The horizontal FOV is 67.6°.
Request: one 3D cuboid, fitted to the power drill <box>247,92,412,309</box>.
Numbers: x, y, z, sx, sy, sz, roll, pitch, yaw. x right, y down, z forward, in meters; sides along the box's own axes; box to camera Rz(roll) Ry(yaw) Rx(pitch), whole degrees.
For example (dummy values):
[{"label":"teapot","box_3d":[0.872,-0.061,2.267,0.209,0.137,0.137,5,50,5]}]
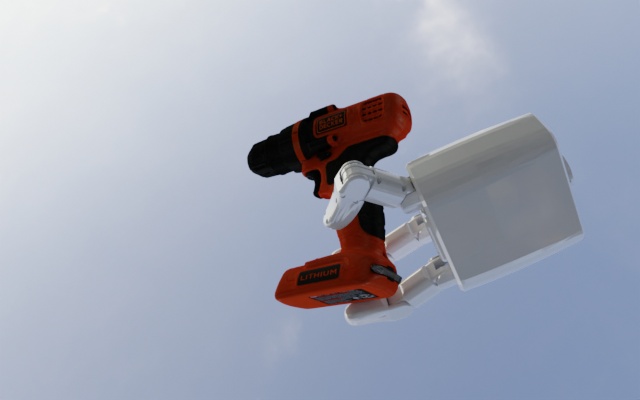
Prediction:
[{"label":"power drill","box_3d":[0.000,0.002,0.446,0.184,0.187,0.057,-16,-27,32]}]
